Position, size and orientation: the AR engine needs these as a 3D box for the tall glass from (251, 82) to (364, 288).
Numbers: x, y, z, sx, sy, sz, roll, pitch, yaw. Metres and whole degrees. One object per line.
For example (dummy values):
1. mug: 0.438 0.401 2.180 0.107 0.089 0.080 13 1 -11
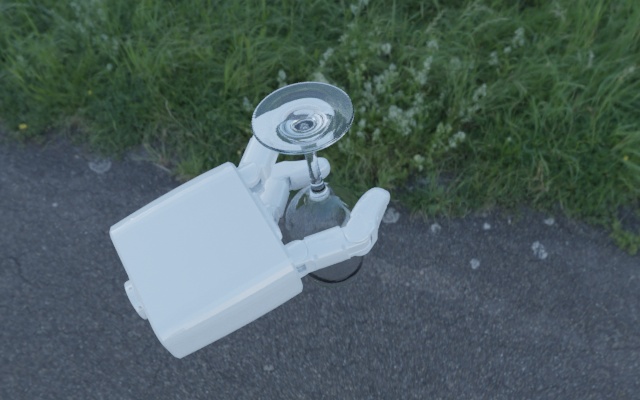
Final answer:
1. tall glass: 0.000 0.001 0.414 0.079 0.079 0.201 0 -38 10
